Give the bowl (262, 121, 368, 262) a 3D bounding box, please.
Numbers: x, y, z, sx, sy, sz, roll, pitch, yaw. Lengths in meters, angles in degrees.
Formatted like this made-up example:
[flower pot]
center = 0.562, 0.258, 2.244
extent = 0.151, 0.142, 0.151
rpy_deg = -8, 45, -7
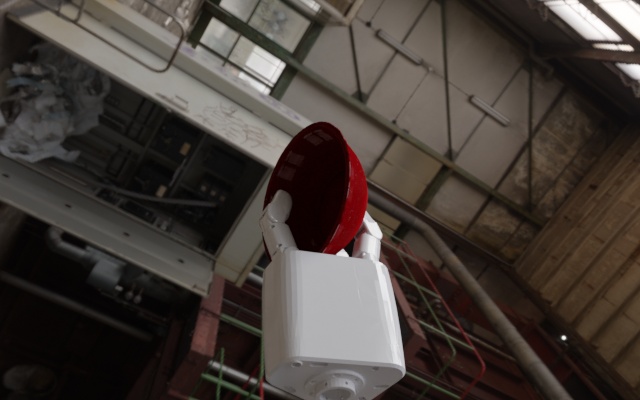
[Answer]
[bowl]
center = 0.000, 0.001, 0.509
extent = 0.055, 0.162, 0.162
rpy_deg = 16, -9, -33
